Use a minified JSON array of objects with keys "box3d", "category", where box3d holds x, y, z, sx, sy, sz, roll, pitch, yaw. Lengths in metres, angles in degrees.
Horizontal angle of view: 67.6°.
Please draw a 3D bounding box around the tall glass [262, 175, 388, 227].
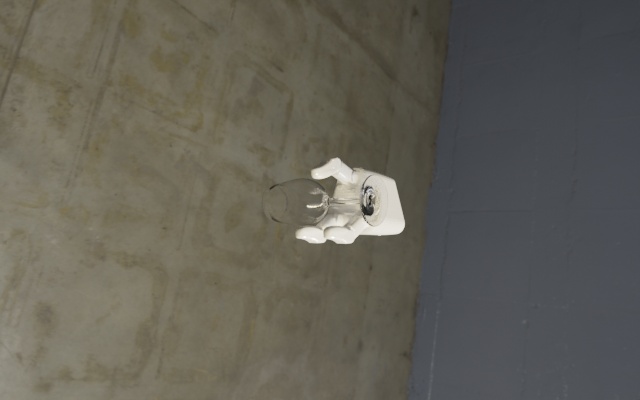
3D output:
[{"box3d":[0.001,0.002,0.743,0.201,0.079,0.079,-1,-1,38],"category":"tall glass"}]
